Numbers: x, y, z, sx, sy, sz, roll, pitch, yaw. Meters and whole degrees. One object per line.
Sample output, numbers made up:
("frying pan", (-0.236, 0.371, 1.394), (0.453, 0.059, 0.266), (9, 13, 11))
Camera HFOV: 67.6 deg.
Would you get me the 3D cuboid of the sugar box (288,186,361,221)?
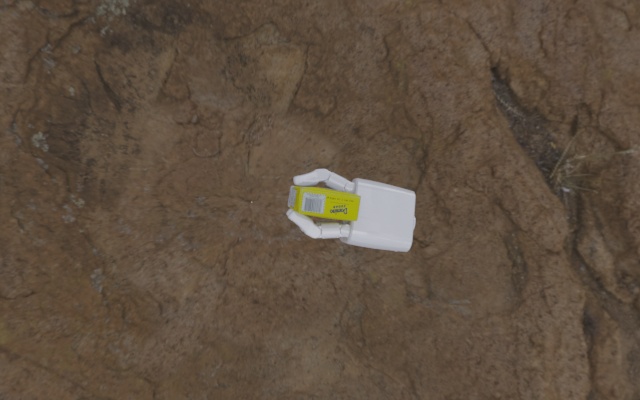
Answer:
("sugar box", (0.000, 0.003, 0.788), (0.093, 0.048, 0.176), (9, -1, -8))
